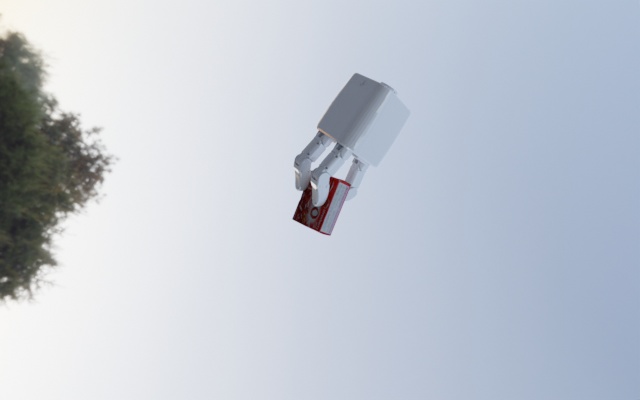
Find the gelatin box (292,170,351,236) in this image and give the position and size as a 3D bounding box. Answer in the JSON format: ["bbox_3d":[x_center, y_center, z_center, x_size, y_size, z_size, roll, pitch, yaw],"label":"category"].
[{"bbox_3d":[0.000,0.003,0.755,0.030,0.089,0.073,21,0,-42],"label":"gelatin box"}]
